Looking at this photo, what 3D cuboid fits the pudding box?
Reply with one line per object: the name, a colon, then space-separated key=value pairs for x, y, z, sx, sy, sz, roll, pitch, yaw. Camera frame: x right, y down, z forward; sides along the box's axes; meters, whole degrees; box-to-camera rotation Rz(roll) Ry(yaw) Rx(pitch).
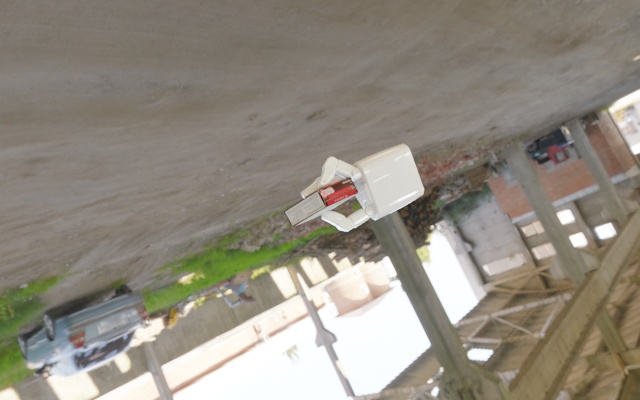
pudding box: x=0.000 y=0.003 z=0.865 sx=0.090 sy=0.039 sz=0.113 roll=-22 pitch=-8 yaw=-43
